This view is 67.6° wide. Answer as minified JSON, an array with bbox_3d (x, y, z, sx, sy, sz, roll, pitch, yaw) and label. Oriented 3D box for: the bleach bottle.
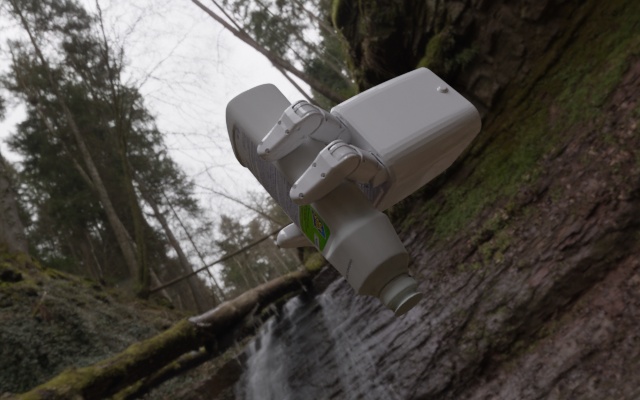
[{"bbox_3d":[0.000,0.001,0.435,0.068,0.250,0.103,-30,-32,-16],"label":"bleach bottle"}]
